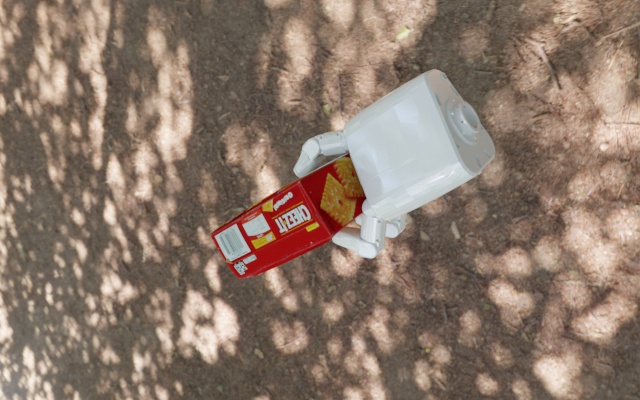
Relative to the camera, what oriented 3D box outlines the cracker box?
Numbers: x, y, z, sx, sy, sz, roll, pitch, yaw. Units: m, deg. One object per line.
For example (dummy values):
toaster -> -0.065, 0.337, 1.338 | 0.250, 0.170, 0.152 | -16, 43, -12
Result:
cracker box -> 0.000, 0.002, 0.575 | 0.164, 0.072, 0.213 | -29, 2, 40
